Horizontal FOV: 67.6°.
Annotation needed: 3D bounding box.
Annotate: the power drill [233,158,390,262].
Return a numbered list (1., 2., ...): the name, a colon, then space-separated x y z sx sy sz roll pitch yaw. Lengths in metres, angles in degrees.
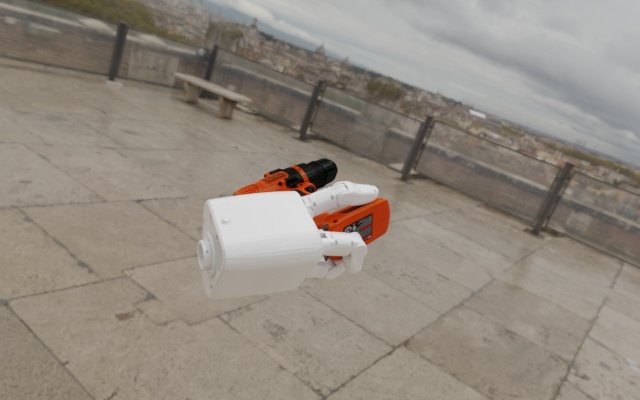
1. power drill: 0.000 0.002 0.648 0.184 0.057 0.187 -27 35 -35
